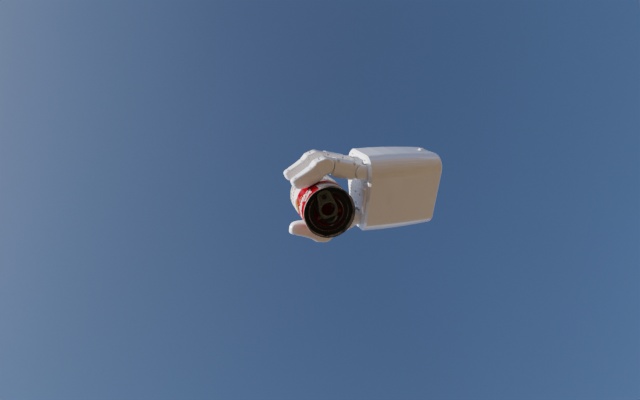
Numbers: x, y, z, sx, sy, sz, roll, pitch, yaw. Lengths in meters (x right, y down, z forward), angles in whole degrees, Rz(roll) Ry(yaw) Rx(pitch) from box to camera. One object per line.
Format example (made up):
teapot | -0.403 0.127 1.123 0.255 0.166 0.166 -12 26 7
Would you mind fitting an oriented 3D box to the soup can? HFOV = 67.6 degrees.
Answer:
soup can | 0.000 0.002 0.649 0.068 0.068 0.102 0 15 -14
